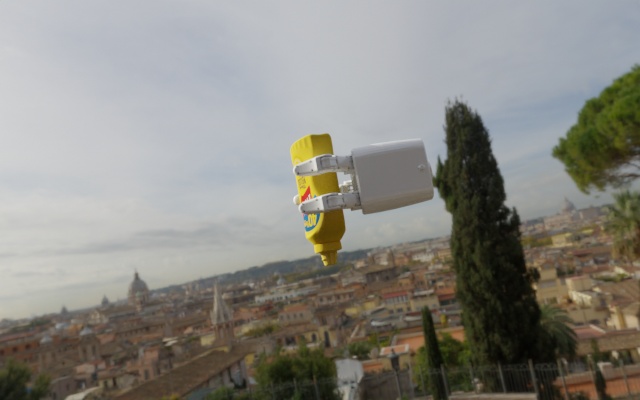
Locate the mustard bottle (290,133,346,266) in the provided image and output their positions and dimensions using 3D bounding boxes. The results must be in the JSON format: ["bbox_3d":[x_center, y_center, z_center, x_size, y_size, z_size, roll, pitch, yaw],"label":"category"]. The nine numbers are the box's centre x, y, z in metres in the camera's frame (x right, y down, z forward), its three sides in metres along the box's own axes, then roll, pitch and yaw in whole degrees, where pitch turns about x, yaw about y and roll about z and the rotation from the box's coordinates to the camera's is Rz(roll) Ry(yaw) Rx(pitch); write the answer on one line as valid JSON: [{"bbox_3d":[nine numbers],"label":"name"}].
[{"bbox_3d":[0.000,0.002,0.721,0.058,0.191,0.096,-7,-7,-23],"label":"mustard bottle"}]
